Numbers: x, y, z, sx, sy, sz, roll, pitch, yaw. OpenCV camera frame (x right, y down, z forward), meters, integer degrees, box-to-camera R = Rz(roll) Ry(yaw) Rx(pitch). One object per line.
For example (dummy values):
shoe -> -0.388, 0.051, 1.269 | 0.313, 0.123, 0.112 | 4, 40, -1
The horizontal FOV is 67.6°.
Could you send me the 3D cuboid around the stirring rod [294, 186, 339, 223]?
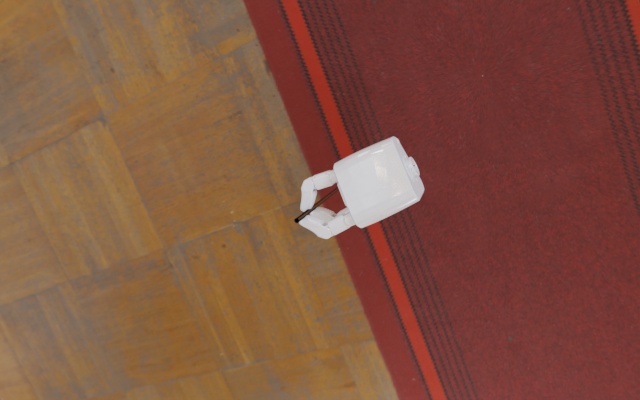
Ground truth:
stirring rod -> 0.000, 0.003, 0.859 | 0.011, 0.011, 0.239 | 0, 14, 19
